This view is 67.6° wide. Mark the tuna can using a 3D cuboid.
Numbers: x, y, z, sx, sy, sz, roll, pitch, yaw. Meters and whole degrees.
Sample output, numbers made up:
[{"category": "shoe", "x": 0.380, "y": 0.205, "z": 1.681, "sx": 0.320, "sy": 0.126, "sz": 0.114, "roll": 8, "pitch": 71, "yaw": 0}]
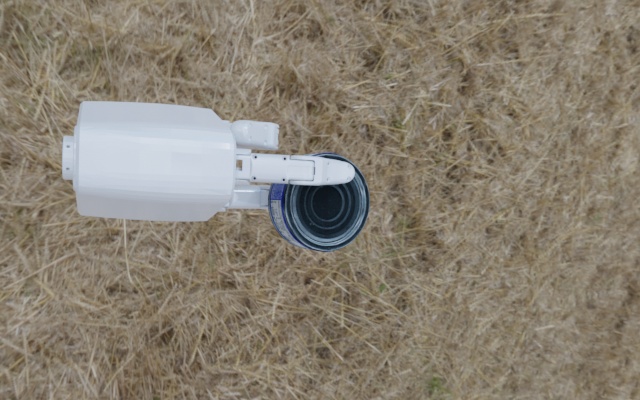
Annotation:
[{"category": "tuna can", "x": 0.000, "y": 0.001, "z": 0.415, "sx": 0.086, "sy": 0.086, "sz": 0.034, "roll": 0, "pitch": 2, "yaw": -28}]
